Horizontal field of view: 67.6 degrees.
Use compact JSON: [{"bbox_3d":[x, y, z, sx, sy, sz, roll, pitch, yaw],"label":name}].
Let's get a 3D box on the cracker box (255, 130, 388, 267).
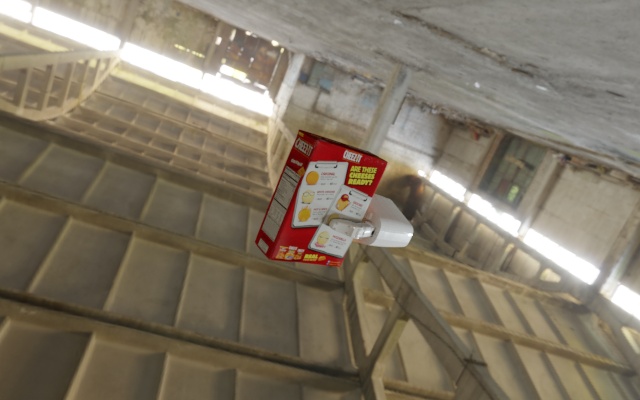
[{"bbox_3d":[0.000,0.003,0.824,0.164,0.214,0.072,12,17,-39],"label":"cracker box"}]
